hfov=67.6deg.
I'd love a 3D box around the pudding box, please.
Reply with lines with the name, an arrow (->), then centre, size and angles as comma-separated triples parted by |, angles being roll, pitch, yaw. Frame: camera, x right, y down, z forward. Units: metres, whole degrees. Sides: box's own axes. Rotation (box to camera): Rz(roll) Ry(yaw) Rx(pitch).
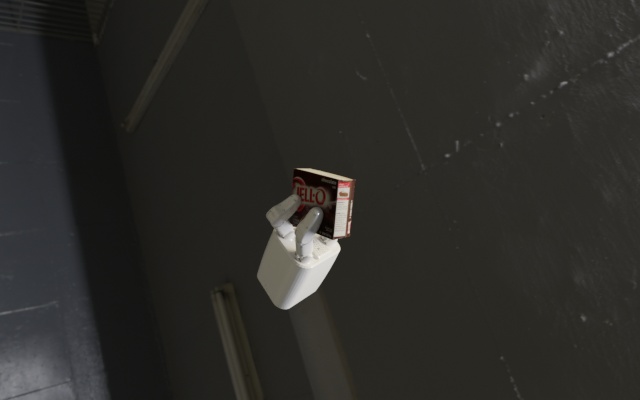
pudding box -> 0.000, 0.002, 0.726 | 0.039, 0.090, 0.113 | -5, 14, -40
